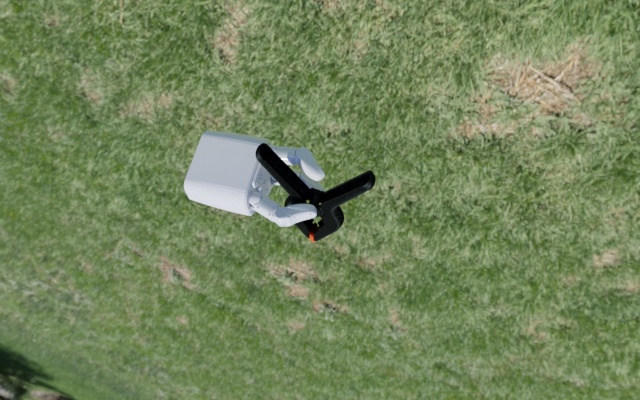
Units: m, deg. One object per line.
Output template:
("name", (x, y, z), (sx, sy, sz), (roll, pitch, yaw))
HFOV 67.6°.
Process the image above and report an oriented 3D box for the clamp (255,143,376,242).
("clamp", (0.000, 0.003, 0.700), (0.164, 0.036, 0.210), (12, -32, 15))
